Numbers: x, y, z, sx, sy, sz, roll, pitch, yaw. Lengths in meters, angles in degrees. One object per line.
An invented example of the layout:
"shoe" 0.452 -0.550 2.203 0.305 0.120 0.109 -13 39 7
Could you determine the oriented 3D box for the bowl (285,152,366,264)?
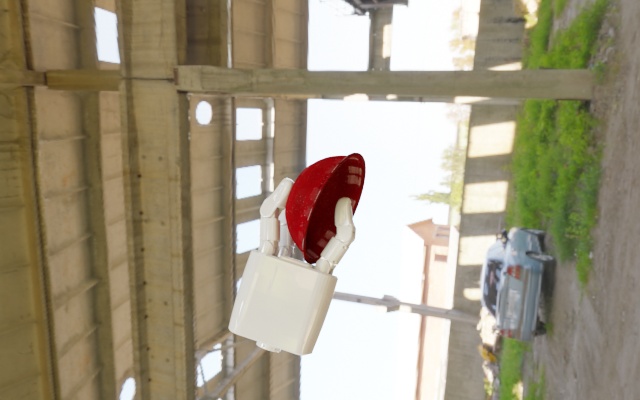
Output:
"bowl" 0.000 0.001 0.644 0.055 0.162 0.162 25 10 22
